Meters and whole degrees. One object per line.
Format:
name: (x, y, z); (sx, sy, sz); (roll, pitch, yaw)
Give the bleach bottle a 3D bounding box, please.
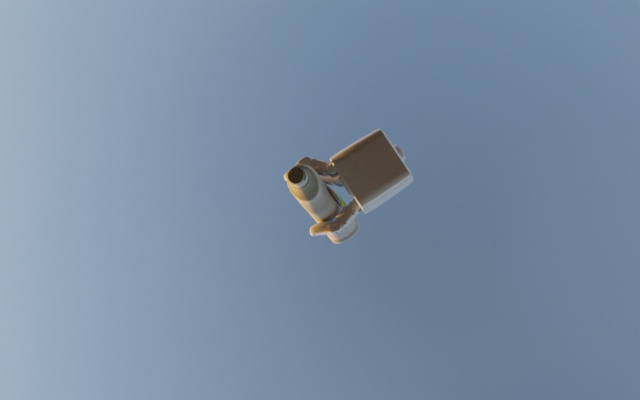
bleach bottle: (0.000, 0.003, 0.865); (0.068, 0.102, 0.251); (-33, -23, 5)
